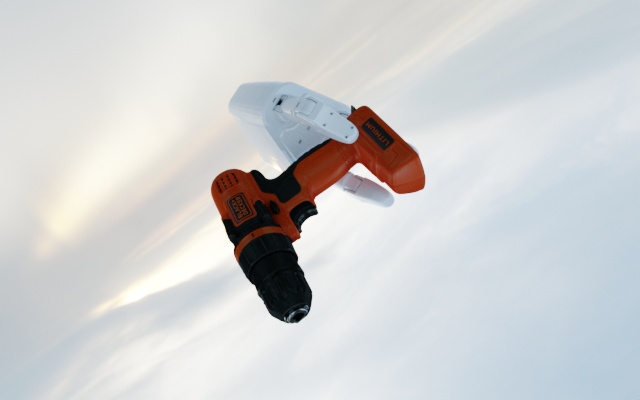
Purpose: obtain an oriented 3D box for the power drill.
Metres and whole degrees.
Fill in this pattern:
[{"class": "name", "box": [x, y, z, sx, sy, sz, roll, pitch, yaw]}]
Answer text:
[{"class": "power drill", "box": [0.000, 0.001, 0.446, 0.187, 0.184, 0.057, -30, -39, -6]}]
